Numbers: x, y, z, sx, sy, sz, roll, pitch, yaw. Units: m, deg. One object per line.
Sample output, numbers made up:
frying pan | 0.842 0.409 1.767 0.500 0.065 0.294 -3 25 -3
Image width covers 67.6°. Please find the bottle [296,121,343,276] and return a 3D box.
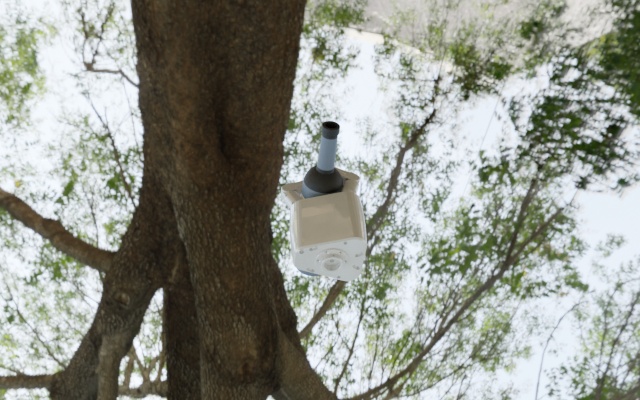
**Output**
bottle | 0.000 0.003 0.801 0.069 0.296 0.069 5 38 -4
